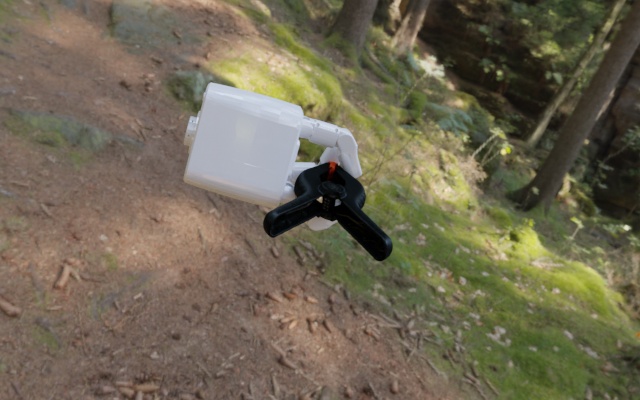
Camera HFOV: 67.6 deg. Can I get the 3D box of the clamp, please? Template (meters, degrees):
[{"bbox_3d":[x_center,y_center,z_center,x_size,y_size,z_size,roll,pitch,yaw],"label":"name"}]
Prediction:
[{"bbox_3d":[0.000,0.001,0.495,0.120,0.039,0.171,15,23,-15],"label":"clamp"}]
